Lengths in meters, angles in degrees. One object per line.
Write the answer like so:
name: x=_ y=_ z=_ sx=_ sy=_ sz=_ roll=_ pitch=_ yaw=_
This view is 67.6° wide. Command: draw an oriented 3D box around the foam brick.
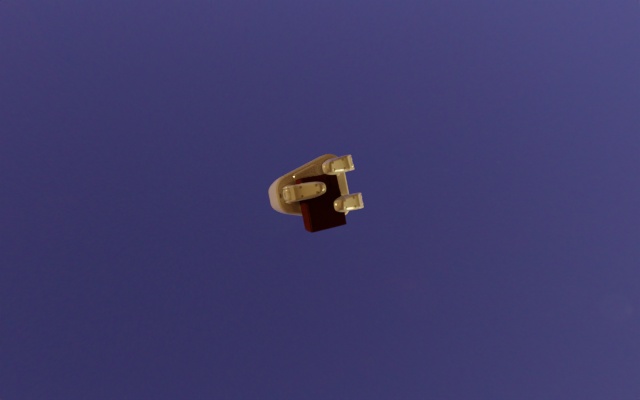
foam brick: x=0.000 y=0.003 z=0.684 sx=0.053 sy=0.078 sz=0.051 roll=-11 pitch=1 yaw=-13
